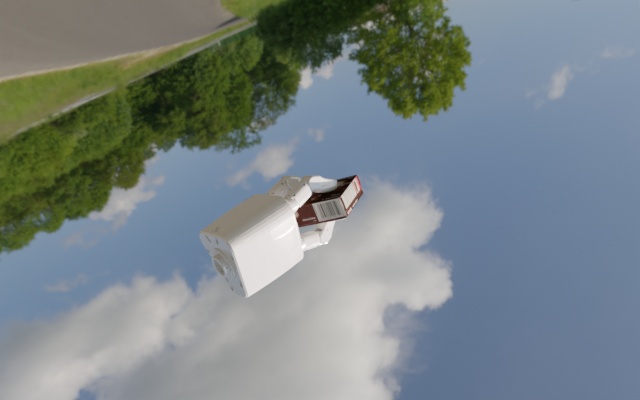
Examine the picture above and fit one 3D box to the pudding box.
[{"bbox_3d":[0.000,0.003,0.742,0.113,0.039,0.090,-10,21,26],"label":"pudding box"}]
